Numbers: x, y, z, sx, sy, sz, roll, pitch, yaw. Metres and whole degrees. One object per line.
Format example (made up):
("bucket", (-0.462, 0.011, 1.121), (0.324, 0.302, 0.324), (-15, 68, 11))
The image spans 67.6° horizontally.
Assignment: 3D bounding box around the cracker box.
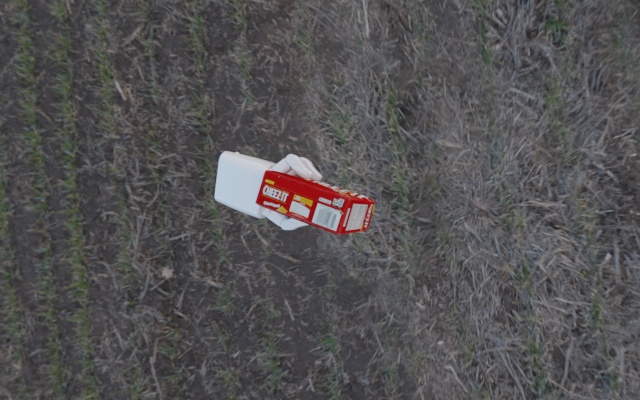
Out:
("cracker box", (0.000, 0.003, 0.900), (0.164, 0.072, 0.214), (19, 5, 17))
